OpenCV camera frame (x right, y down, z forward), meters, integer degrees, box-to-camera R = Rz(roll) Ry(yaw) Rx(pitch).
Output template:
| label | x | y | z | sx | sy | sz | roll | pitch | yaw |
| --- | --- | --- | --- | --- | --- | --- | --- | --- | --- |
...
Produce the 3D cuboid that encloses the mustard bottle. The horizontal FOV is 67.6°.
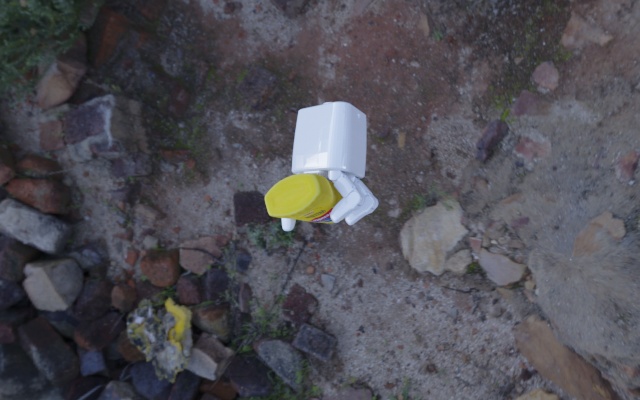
| label | x | y | z | sx | sy | sz | roll | pitch | yaw |
| --- | --- | --- | --- | --- | --- | --- | --- | --- | --- |
| mustard bottle | 0.000 | 0.003 | 0.772 | 0.096 | 0.058 | 0.191 | -25 | -17 | 23 |
